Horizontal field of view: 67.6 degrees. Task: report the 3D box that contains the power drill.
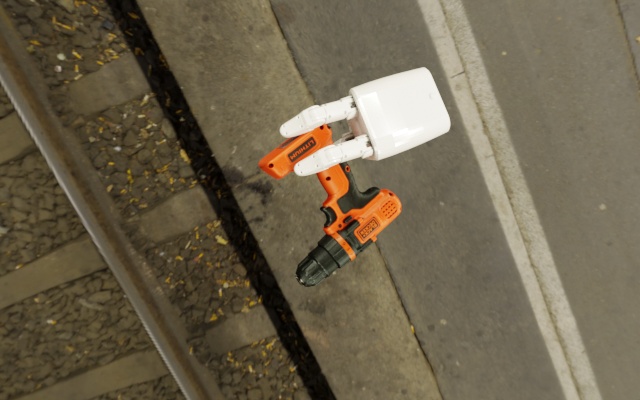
[{"bbox_3d":[0.000,0.002,0.655,0.184,0.188,0.057,-41,19,-14],"label":"power drill"}]
